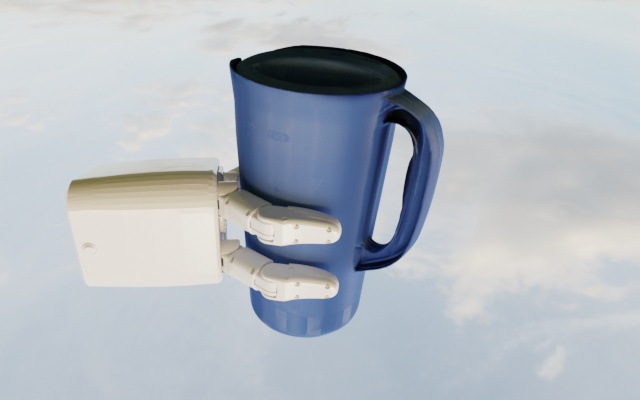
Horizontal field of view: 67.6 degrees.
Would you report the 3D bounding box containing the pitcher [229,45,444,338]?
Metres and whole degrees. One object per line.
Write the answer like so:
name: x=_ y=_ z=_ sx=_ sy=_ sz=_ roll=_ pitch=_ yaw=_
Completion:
pitcher: x=0.000 y=0.001 z=0.409 sx=0.145 sy=0.243 sz=0.149 roll=-2 pitch=31 yaw=-10
